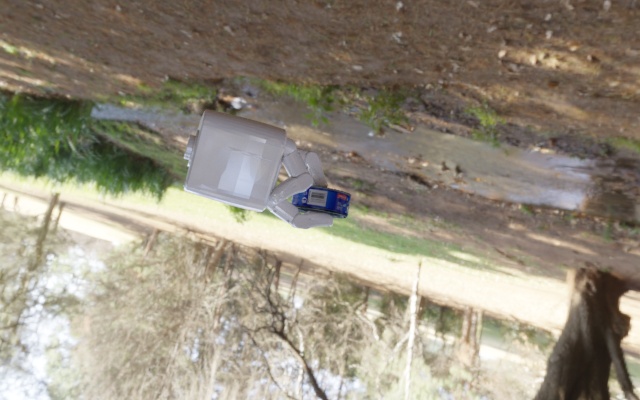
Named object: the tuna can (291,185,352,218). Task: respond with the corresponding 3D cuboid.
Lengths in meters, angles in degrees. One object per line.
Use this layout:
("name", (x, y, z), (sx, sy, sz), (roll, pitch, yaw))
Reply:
("tuna can", (0.000, 0.003, 0.690), (0.086, 0.033, 0.086), (9, -7, 1))
